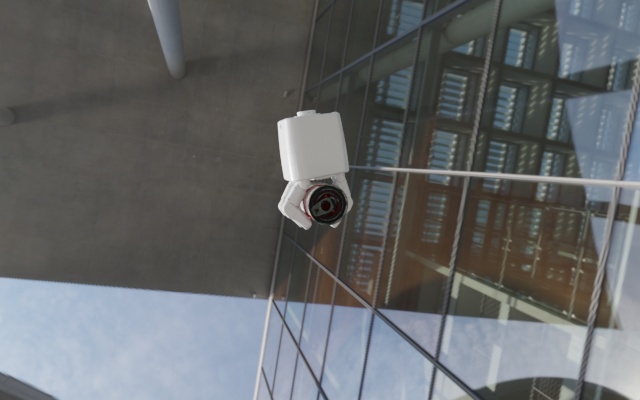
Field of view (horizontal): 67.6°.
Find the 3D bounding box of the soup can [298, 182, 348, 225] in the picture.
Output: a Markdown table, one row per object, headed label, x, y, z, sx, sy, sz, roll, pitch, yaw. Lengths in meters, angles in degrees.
| label | x | y | z | sx | sy | sz | roll | pitch | yaw |
| --- | --- | --- | --- | --- | --- | --- | --- | --- | --- |
| soup can | 0.000 | 0.003 | 0.827 | 0.068 | 0.068 | 0.102 | 0 | 5 | -15 |
